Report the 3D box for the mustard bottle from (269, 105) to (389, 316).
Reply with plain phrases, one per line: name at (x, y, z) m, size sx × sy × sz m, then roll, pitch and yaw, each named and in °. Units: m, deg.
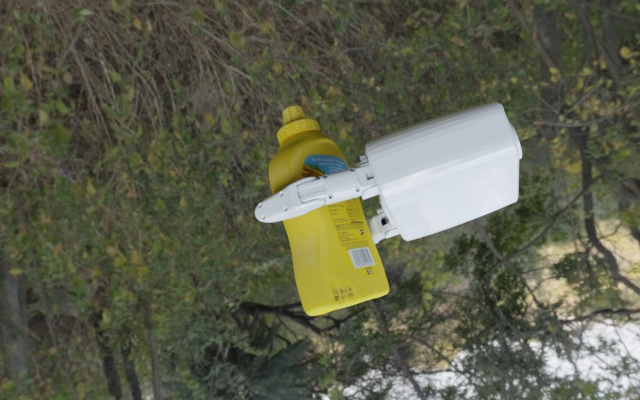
mustard bottle at (0.000, 0.002, 0.435) m, size 0.058 × 0.191 × 0.096 m, roll -26°, pitch -16°, yaw 35°
